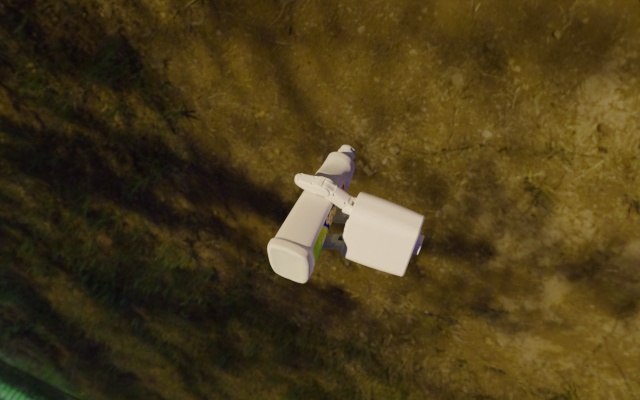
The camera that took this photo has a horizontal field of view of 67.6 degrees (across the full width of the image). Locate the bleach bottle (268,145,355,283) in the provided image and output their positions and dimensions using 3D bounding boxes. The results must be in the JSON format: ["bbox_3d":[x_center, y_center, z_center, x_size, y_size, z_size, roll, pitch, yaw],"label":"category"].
[{"bbox_3d":[0.000,0.003,0.770,0.068,0.250,0.103,19,-32,12],"label":"bleach bottle"}]
